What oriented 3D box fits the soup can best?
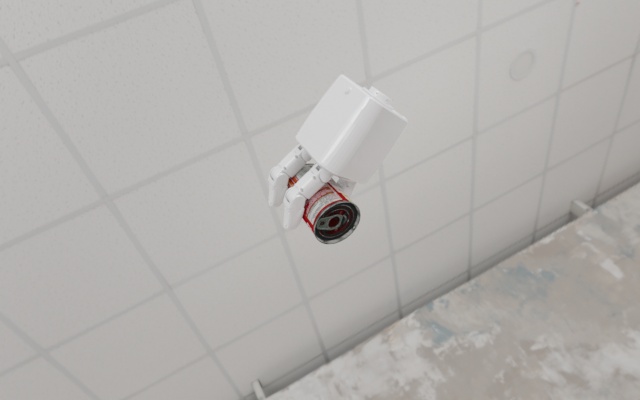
[{"bbox_3d":[0.000,0.002,0.652,0.068,0.068,0.102,0,34,-32],"label":"soup can"}]
